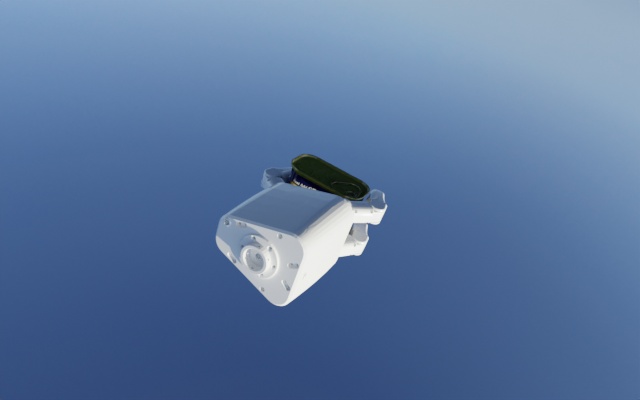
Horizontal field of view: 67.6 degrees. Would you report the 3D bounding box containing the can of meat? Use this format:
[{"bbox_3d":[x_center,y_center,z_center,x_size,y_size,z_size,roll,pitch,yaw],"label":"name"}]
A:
[{"bbox_3d":[0.000,0.002,0.614,0.102,0.084,0.057,29,30,14],"label":"can of meat"}]
